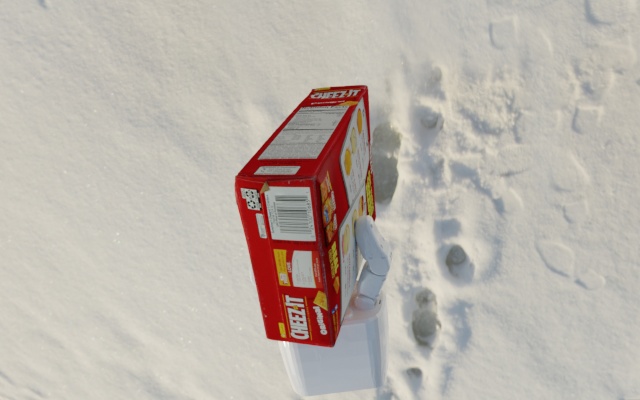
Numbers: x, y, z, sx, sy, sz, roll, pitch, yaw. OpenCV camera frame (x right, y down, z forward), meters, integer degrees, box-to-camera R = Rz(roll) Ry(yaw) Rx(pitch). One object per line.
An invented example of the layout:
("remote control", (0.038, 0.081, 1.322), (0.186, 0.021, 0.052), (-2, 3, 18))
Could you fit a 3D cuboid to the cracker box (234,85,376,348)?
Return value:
("cracker box", (0.000, 0.002, 0.456), (0.072, 0.164, 0.213), (2, 30, 16))
